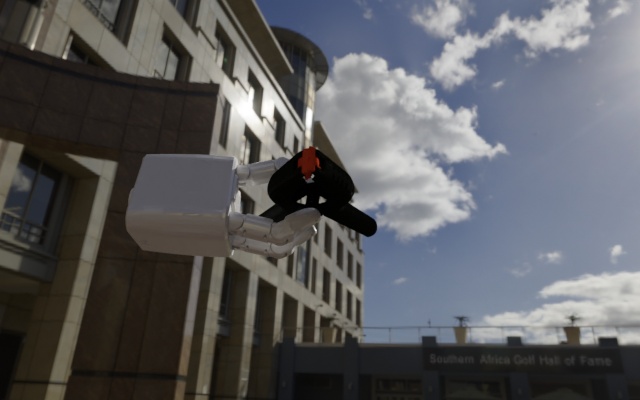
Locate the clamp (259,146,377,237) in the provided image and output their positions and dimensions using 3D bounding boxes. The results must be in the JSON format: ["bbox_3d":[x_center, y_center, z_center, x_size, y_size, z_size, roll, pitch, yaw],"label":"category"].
[{"bbox_3d":[0.000,0.001,0.553,0.164,0.036,0.210,2,-23,-5],"label":"clamp"}]
